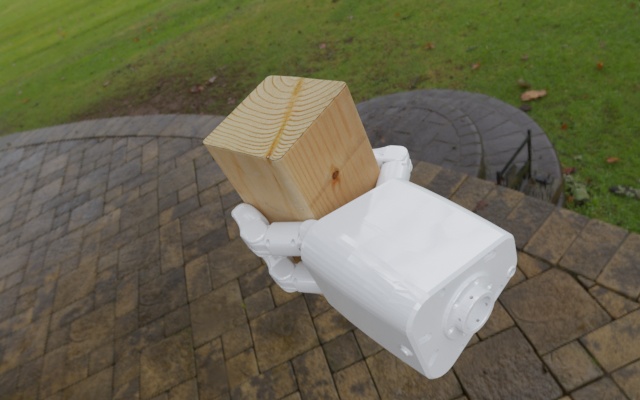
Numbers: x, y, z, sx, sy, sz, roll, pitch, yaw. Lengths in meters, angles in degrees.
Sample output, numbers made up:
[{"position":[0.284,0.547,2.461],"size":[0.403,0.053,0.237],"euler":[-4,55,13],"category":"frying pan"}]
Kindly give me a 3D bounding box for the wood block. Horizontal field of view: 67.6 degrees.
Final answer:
[{"position":[0.000,0.001,0.432],"size":[0.090,0.090,0.206],"euler":[16,-33,39],"category":"wood block"}]
